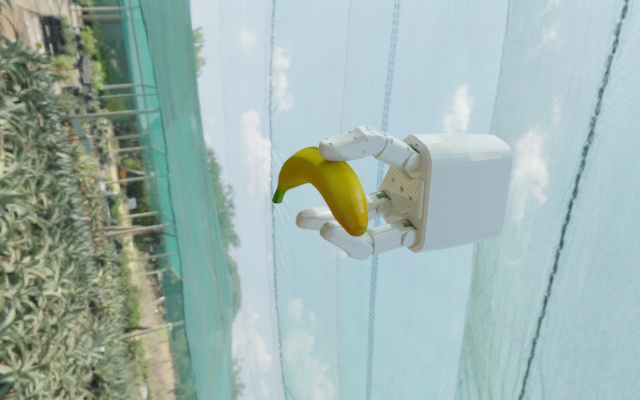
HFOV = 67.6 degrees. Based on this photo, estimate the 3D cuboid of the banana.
[{"bbox_3d":[-0.001,-0.017,0.466,0.037,0.069,0.198,-1,8,-23],"label":"banana"}]
